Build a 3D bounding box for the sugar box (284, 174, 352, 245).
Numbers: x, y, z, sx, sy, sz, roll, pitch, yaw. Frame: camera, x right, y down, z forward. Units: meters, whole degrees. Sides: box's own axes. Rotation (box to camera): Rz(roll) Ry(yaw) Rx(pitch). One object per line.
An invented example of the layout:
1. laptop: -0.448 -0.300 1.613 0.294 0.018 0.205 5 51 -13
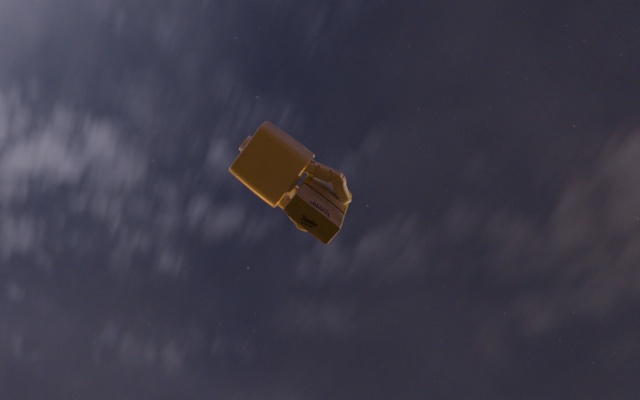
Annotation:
1. sugar box: 0.000 0.003 0.839 0.093 0.048 0.176 38 24 -4
